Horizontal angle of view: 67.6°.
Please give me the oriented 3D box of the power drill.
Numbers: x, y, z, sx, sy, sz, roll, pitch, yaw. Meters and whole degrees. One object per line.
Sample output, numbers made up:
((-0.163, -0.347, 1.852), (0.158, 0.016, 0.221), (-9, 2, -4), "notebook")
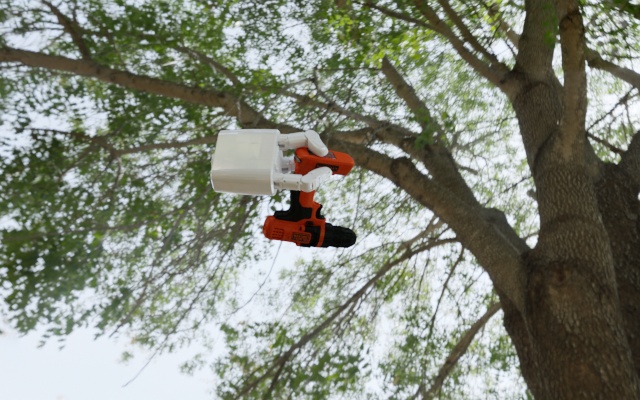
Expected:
((0.000, 0.002, 0.876), (0.184, 0.188, 0.057), (8, 23, -19), "power drill")
